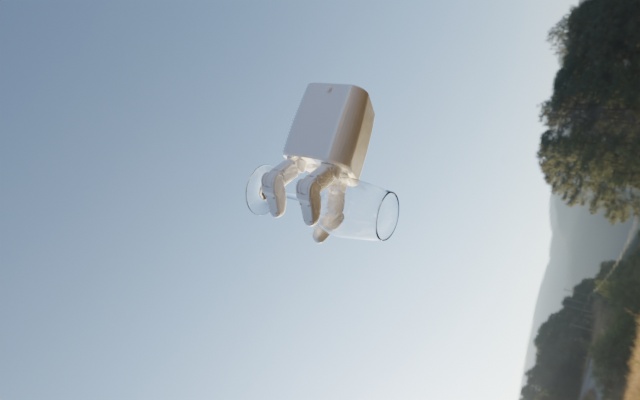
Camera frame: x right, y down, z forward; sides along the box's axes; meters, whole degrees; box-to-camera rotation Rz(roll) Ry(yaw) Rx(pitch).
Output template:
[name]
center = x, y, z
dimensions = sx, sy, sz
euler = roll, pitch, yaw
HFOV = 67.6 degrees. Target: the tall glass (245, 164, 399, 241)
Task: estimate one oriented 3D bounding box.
[tall glass]
center = 0.000, 0.002, 0.630
dimensions = 0.201, 0.079, 0.079
euler = 12, 7, 33
